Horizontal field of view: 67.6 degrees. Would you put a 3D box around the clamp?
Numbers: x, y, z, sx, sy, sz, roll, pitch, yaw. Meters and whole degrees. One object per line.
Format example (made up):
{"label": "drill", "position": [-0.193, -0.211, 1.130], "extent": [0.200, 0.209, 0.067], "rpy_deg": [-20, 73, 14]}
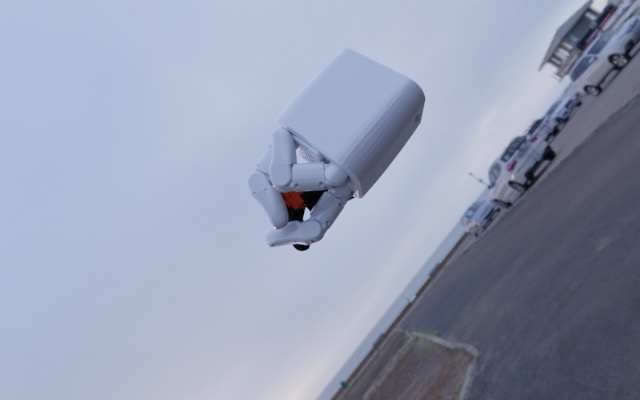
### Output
{"label": "clamp", "position": [0.000, 0.001, 0.551], "extent": [0.039, 0.120, 0.171], "rpy_deg": [39, -6, 14]}
